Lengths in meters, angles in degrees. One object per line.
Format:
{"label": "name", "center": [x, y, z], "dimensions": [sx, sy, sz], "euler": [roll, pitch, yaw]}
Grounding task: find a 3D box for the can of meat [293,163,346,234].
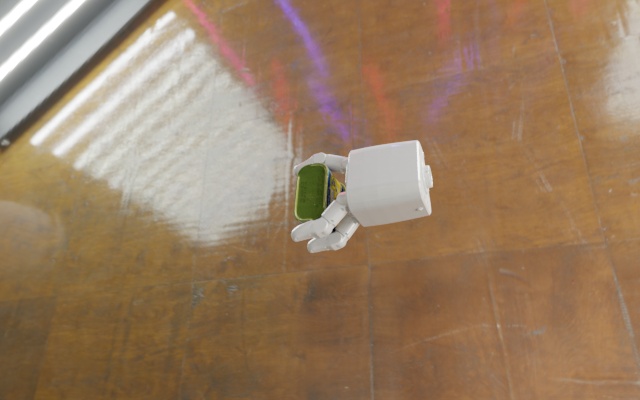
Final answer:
{"label": "can of meat", "center": [0.000, 0.002, 0.746], "dimensions": [0.057, 0.102, 0.084], "euler": [-6, -24, 20]}
